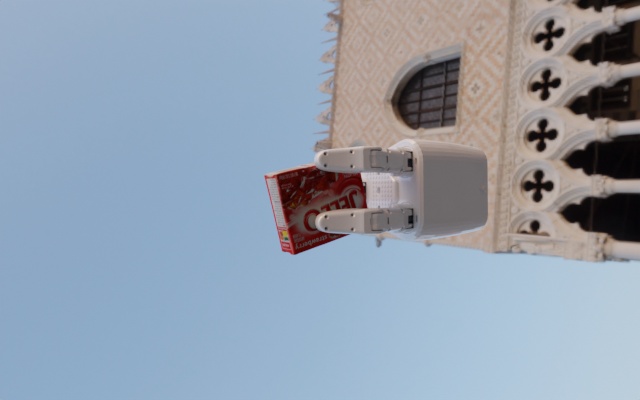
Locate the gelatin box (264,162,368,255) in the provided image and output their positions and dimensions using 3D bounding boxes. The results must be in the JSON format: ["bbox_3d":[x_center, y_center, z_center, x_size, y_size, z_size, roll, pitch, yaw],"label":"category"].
[{"bbox_3d":[0.000,0.002,0.439,0.089,0.073,0.030,-16,10,-28],"label":"gelatin box"}]
